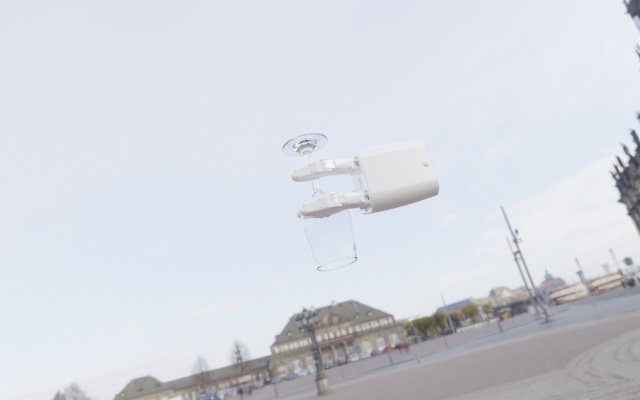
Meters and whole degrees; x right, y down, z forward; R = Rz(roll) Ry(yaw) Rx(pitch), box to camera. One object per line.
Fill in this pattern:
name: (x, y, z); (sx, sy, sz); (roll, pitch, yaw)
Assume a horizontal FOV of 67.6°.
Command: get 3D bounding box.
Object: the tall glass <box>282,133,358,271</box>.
tall glass: (0.000, 0.002, 0.725); (0.079, 0.201, 0.079); (-13, -18, -5)
